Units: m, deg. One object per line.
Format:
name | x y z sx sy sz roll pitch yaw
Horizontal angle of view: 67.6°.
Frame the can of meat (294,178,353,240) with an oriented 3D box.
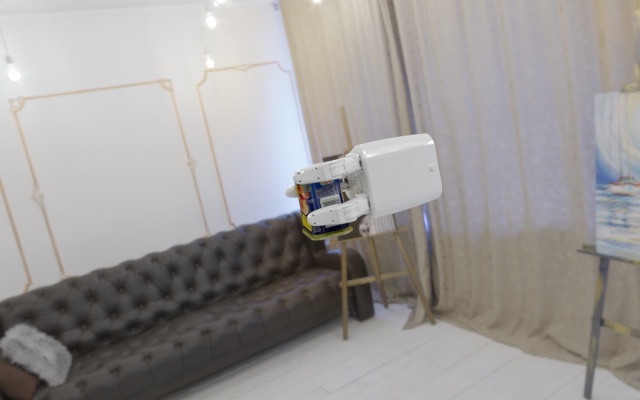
can of meat | 0.000 0.002 0.654 0.057 0.084 0.102 -13 7 -10
